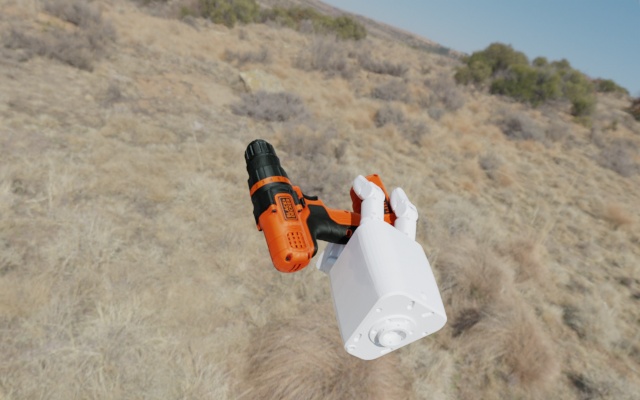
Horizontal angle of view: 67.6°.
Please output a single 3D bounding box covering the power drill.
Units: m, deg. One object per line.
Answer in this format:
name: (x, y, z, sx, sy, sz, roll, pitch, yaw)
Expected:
power drill: (0.001, 0.002, 0.615, 0.187, 0.184, 0.057, 0, -33, -31)
